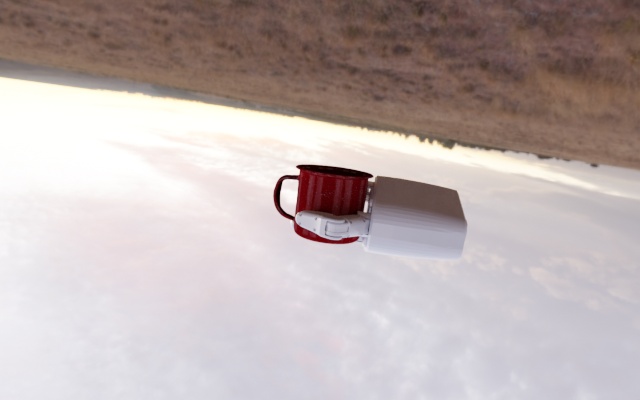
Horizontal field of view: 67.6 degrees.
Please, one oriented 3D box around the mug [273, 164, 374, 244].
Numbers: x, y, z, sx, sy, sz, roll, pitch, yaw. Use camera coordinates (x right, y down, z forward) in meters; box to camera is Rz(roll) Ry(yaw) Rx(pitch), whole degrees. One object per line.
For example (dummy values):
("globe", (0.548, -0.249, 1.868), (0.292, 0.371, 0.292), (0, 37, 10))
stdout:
("mug", (-0.001, 0.002, 0.572), (0.117, 0.081, 0.093), (8, 10, 5))
